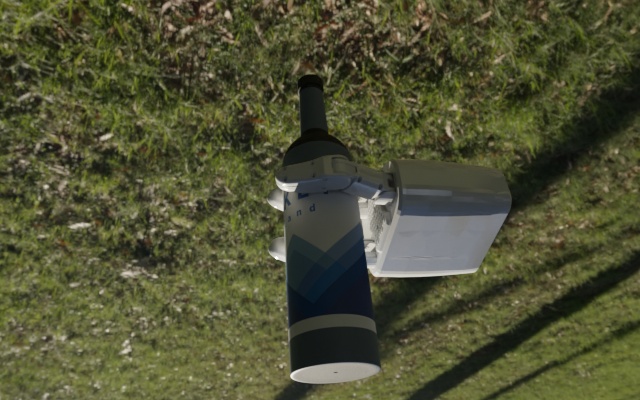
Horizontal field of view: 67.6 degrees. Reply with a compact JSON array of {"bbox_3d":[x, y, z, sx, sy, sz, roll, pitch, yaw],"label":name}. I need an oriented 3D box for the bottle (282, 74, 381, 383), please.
[{"bbox_3d":[0.000,0.002,0.424,0.069,0.295,0.069,-4,-32,-2],"label":"bottle"}]
